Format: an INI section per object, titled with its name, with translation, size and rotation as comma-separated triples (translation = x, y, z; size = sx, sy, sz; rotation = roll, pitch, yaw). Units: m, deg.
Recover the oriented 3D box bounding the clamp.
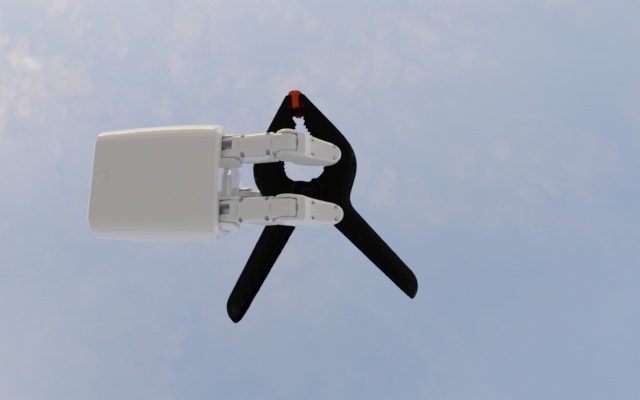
[clamp]
translation = 0.000, 0.001, 0.431
size = 0.164, 0.210, 0.036
rotation = -1, -14, 2
